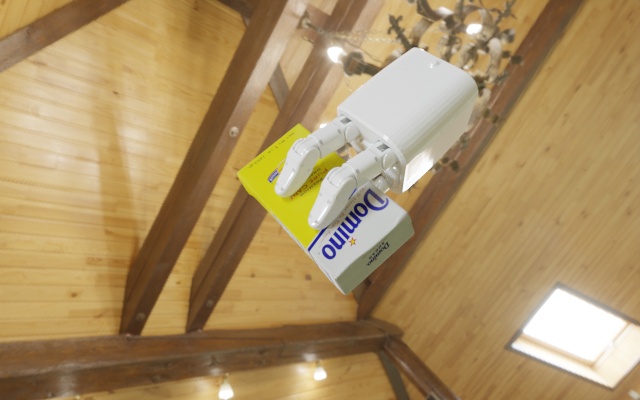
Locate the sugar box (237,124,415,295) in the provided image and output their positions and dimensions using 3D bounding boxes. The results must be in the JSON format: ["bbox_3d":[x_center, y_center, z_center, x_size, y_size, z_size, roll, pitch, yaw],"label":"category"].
[{"bbox_3d":[0.000,0.001,0.485,0.176,0.093,0.048,42,-12,37],"label":"sugar box"}]
